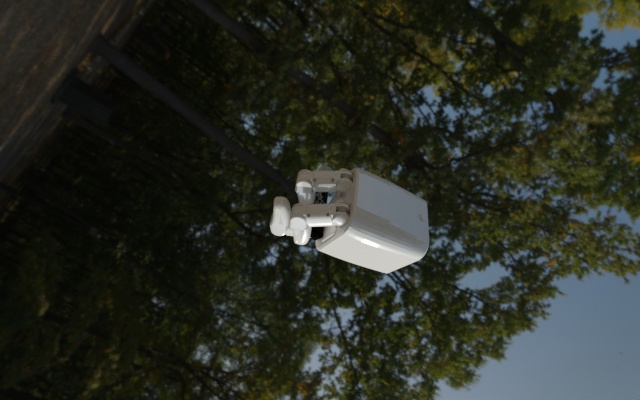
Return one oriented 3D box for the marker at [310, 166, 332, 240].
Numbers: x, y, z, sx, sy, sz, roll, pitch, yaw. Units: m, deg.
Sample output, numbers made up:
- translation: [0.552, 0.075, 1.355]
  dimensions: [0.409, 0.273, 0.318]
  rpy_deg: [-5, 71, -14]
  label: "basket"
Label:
- translation: [0.000, 0.002, 0.623]
  dimensions: [0.020, 0.121, 0.020]
  rpy_deg: [5, -43, 4]
  label: "marker"
